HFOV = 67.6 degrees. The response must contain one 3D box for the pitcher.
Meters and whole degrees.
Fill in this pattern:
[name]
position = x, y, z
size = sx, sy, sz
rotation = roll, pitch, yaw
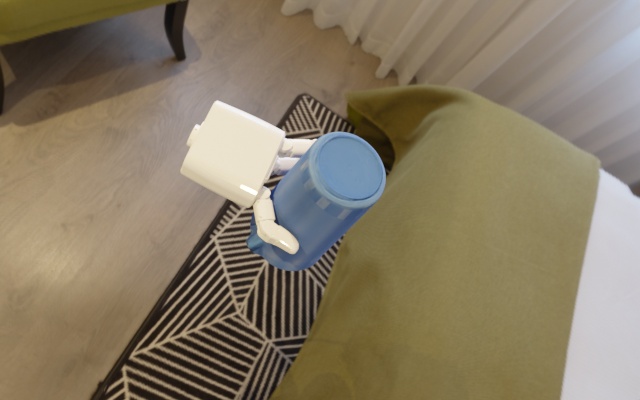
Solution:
[pitcher]
position = 0.000, 0.002, 0.691
size = 0.145, 0.149, 0.243
rotation = 25, -31, -12
